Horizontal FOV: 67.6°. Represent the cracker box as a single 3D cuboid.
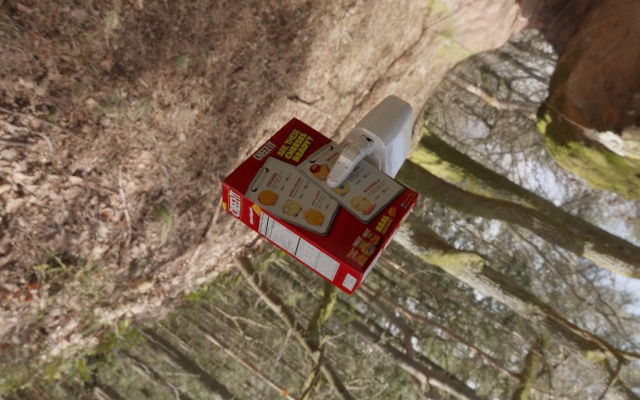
[{"bbox_3d":[0.000,0.002,0.648,0.213,0.164,0.072,32,-37,12],"label":"cracker box"}]
